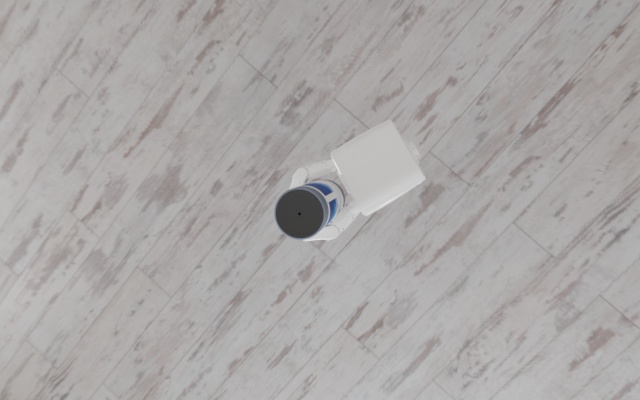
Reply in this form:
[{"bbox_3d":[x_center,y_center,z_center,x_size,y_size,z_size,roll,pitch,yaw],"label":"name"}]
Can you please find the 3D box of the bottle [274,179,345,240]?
[{"bbox_3d":[0.000,0.002,0.739,0.069,0.069,0.295,0,6,10],"label":"bottle"}]
